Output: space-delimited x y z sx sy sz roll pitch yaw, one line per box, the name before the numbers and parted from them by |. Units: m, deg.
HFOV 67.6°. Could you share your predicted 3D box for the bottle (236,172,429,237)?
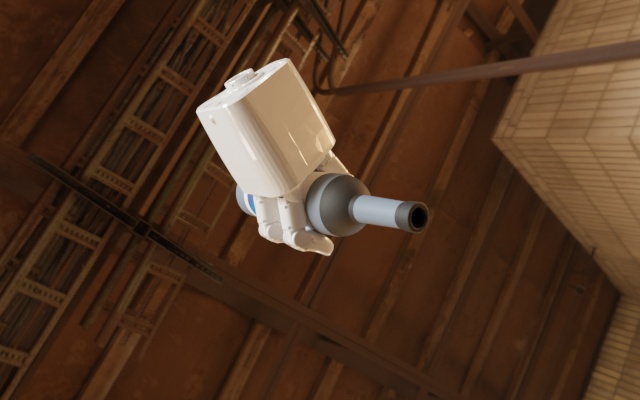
bottle | 0.000 0.002 0.532 0.069 0.069 0.295 0 5 -36
